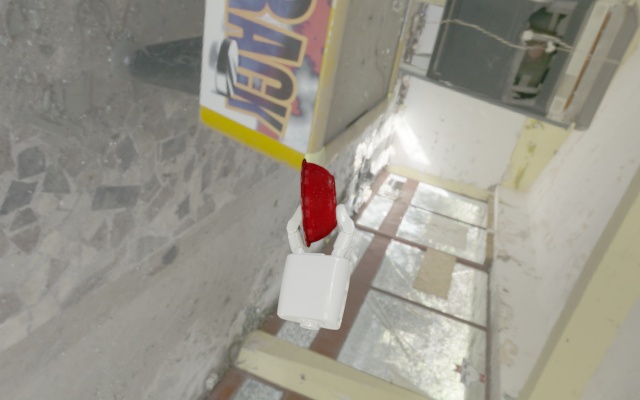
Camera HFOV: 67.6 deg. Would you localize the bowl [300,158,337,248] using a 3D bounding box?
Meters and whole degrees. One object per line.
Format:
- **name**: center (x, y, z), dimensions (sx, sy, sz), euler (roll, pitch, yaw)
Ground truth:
- **bowl**: center (0.001, 0.001, 0.861), dimensions (0.055, 0.162, 0.162), euler (-3, 0, 4)
